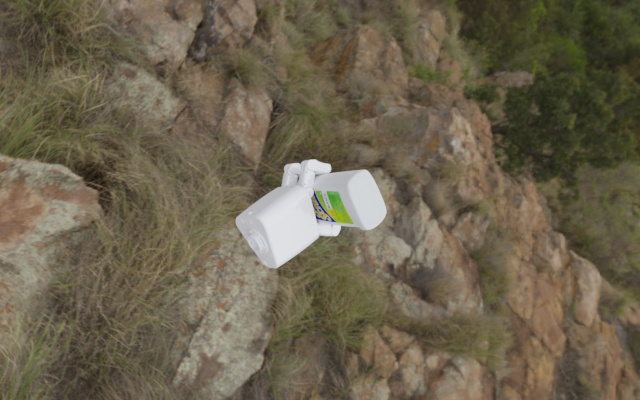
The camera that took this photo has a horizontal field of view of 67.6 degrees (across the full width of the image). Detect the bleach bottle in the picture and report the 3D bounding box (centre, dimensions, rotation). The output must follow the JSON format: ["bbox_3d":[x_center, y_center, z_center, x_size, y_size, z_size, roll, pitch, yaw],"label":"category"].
[{"bbox_3d":[0.000,0.003,0.888,0.068,0.102,0.251,-37,20,-35],"label":"bleach bottle"}]
